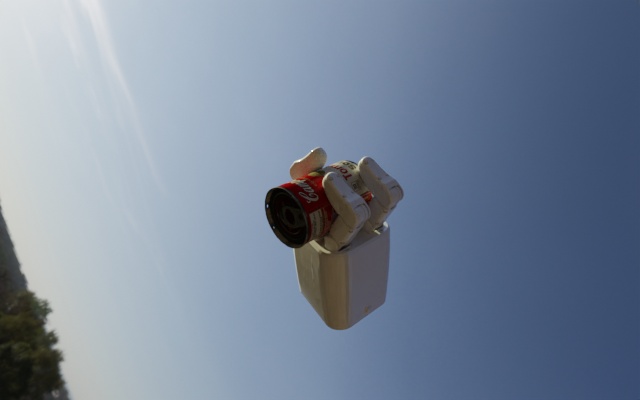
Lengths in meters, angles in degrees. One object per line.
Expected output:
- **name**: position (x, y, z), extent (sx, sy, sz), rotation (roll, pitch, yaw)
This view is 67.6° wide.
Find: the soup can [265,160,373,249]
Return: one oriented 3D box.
- **soup can**: position (0.000, 0.001, 0.520), extent (0.102, 0.068, 0.068), rotation (-25, 15, -37)
